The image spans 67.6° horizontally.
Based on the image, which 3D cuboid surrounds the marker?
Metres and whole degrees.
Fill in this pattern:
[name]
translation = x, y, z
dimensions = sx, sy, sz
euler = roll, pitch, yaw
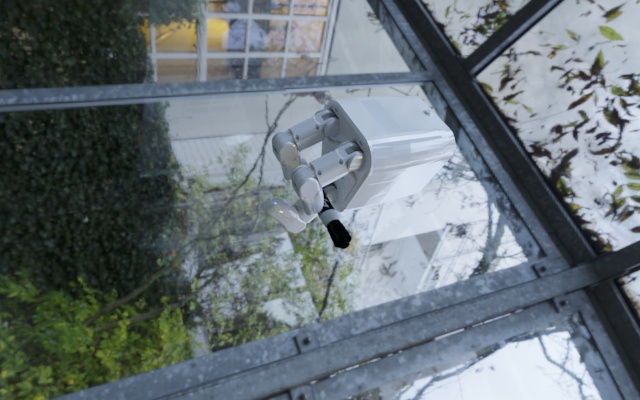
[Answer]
[marker]
translation = 0.000, 0.002, 0.492
dimensions = 0.020, 0.020, 0.121
euler = 0, 44, -34
